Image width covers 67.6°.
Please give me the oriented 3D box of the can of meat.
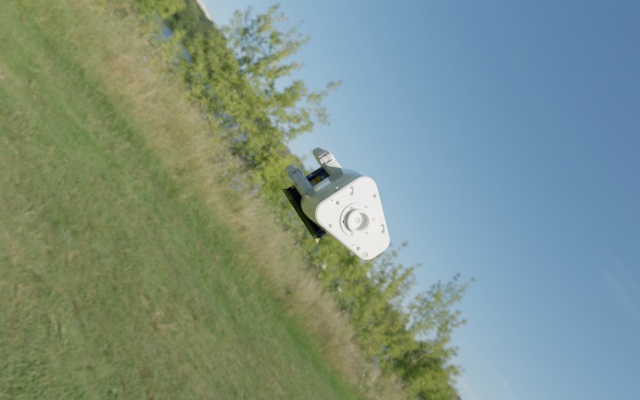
[{"bbox_3d":[0.000,0.002,0.780,0.084,0.102,0.057,-33,9,-4],"label":"can of meat"}]
